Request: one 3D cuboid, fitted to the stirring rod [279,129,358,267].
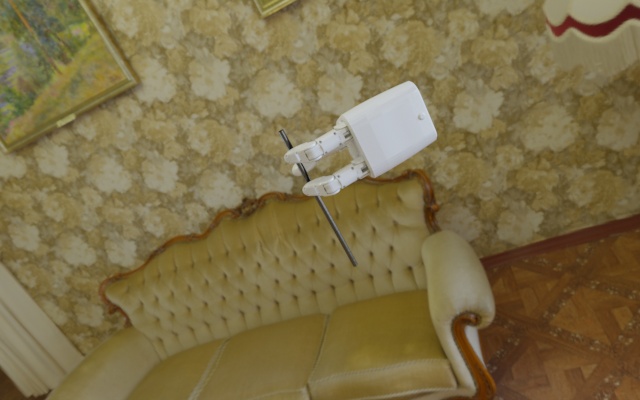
[{"bbox_3d":[0.000,0.002,0.700,0.011,0.240,0.011,-25,21,10],"label":"stirring rod"}]
